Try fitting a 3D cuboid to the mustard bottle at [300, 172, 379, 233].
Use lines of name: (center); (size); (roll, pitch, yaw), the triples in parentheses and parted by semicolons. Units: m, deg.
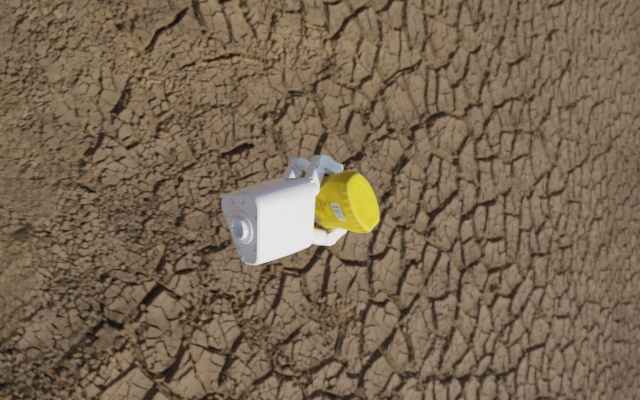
mustard bottle: (0.001, 0.002, 0.779); (0.191, 0.096, 0.058); (1, 37, 46)
